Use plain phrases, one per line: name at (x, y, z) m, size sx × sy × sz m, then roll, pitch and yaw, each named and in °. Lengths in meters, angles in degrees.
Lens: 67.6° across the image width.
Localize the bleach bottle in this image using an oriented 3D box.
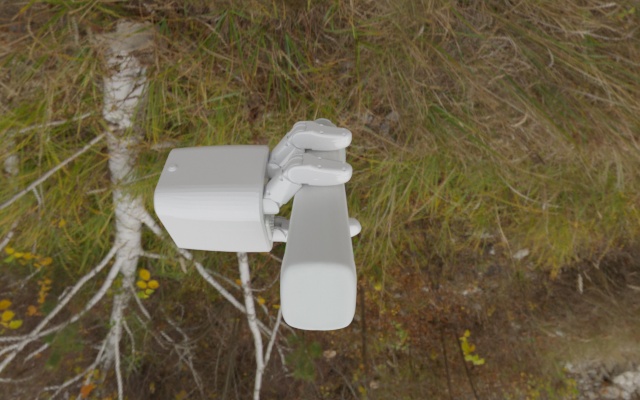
bleach bottle at (0.000, 0.002, 0.506) m, size 0.068 × 0.103 × 0.250 m, roll 1°, pitch 43°, yaw 0°
